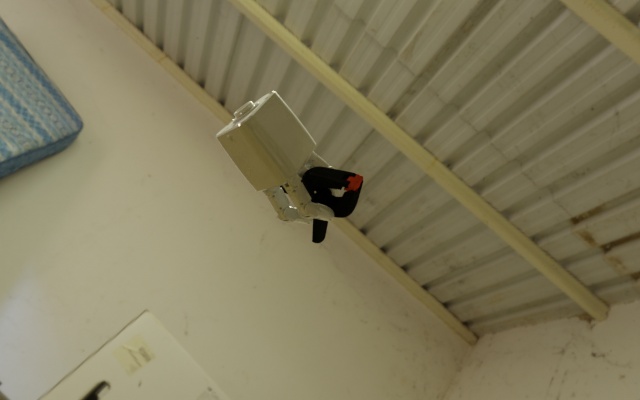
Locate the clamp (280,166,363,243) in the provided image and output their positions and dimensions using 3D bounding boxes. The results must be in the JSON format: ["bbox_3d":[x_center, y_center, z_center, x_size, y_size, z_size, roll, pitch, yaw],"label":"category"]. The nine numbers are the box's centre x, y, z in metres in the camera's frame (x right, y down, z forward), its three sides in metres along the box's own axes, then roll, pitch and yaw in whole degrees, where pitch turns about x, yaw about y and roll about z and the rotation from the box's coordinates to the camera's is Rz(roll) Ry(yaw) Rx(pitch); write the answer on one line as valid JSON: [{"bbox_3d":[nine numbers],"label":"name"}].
[{"bbox_3d":[0.001,0.002,0.758,0.210,0.165,0.036,-11,35,51],"label":"clamp"}]
